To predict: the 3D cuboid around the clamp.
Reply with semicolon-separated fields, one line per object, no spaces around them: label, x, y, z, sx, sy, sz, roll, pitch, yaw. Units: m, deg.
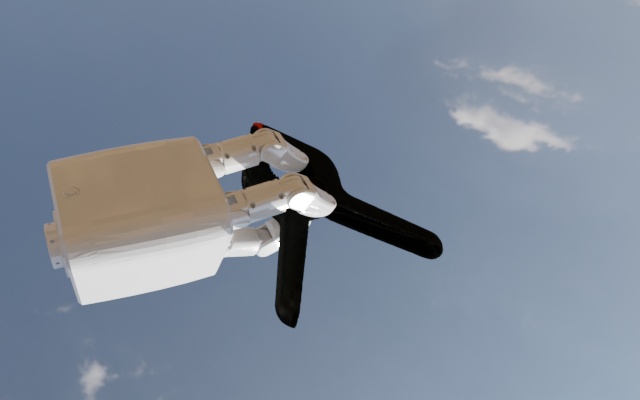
clamp;-0.001;0.002;0.432;0.164;0.210;0.036;-12;-39;-28
